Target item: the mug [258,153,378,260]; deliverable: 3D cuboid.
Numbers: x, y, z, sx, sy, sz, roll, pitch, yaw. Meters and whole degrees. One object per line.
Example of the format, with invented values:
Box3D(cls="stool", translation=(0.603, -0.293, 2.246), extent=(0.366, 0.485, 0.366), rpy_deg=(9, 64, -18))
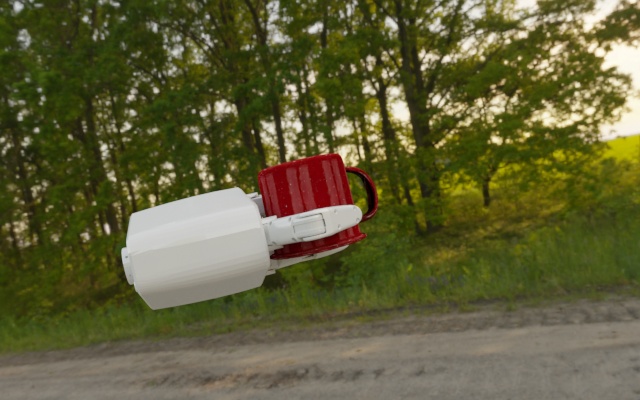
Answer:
Box3D(cls="mug", translation=(0.001, 0.001, 0.448), extent=(0.117, 0.081, 0.093), rpy_deg=(-13, 1, -18))
